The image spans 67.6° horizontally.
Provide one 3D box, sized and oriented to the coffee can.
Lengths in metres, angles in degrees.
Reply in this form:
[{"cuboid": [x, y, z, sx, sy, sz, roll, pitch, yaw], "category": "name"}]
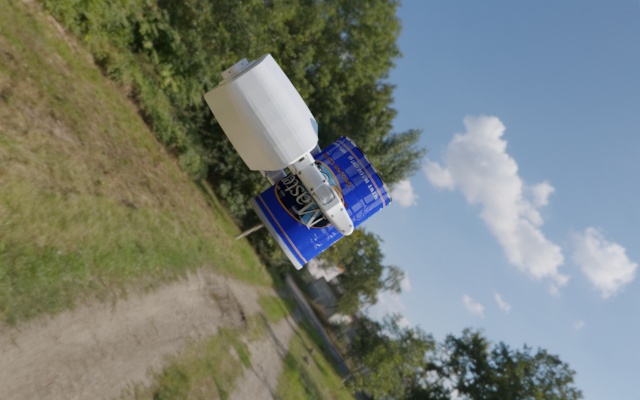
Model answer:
[{"cuboid": [0.000, 0.002, 0.581, 0.140, 0.103, 0.103, -35, 3, -4], "category": "coffee can"}]
